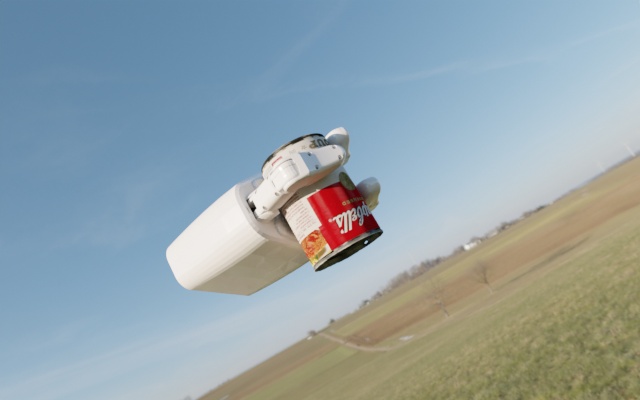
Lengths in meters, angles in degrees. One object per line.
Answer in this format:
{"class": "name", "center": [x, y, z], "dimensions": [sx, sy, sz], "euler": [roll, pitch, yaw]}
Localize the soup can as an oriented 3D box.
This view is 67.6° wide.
{"class": "soup can", "center": [0.000, 0.001, 0.418], "dimensions": [0.068, 0.102, 0.068], "euler": [-28, -14, -8]}
